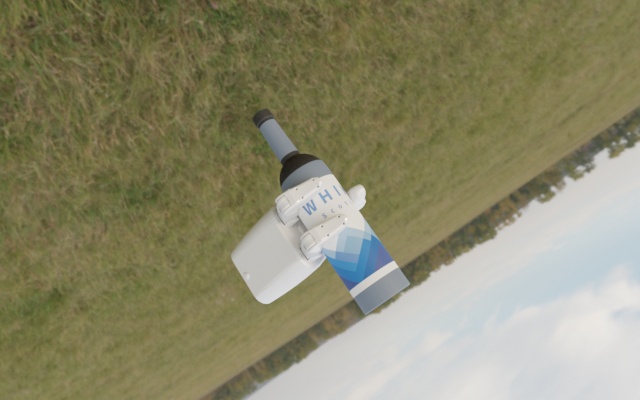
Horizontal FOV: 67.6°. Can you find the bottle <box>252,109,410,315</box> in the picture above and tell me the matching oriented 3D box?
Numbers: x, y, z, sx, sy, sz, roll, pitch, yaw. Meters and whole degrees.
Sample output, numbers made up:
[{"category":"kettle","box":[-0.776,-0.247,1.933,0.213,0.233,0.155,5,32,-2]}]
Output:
[{"category":"bottle","box":[0.000,0.002,0.611,0.069,0.295,0.069,-32,-14,-9]}]
